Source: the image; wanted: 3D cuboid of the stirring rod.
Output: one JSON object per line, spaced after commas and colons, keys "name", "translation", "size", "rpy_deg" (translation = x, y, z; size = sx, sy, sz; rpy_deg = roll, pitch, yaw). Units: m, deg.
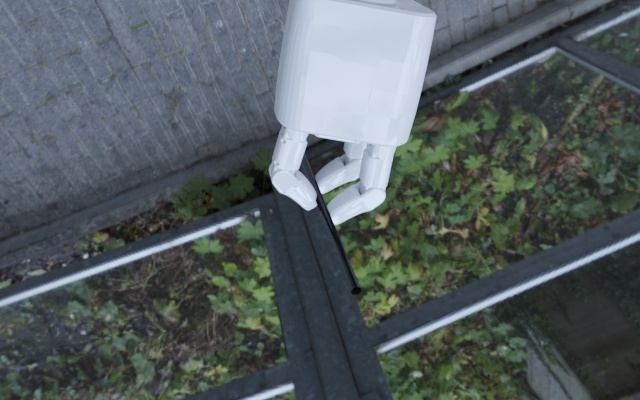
{"name": "stirring rod", "translation": [0.000, 0.001, 0.451], "size": [0.011, 0.011, 0.239], "rpy_deg": [0, 33, -15]}
